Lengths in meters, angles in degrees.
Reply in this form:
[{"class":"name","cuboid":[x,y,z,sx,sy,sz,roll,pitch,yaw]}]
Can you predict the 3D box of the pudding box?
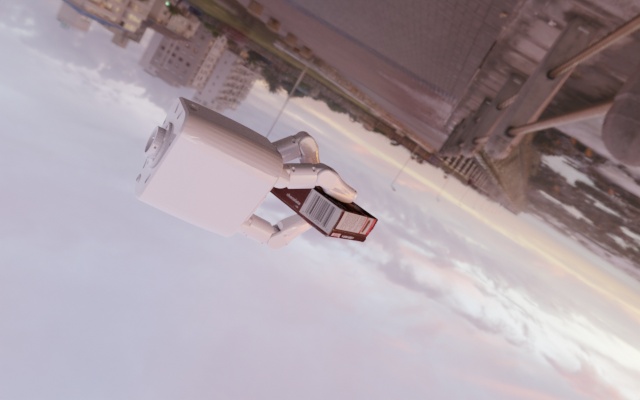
[{"class":"pudding box","cuboid":[0.000,0.002,0.560,0.113,0.039,0.090,39,13,30]}]
